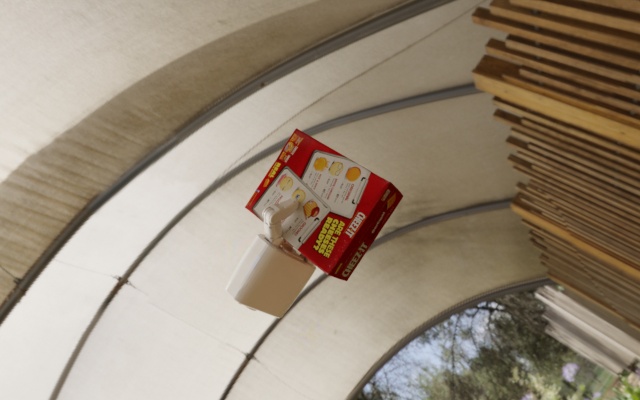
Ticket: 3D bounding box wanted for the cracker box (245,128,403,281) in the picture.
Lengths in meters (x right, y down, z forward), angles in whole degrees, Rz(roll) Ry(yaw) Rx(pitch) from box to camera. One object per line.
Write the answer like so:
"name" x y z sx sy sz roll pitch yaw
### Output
"cracker box" 0.000 0.002 0.772 0.213 0.164 0.072 34 2 35
